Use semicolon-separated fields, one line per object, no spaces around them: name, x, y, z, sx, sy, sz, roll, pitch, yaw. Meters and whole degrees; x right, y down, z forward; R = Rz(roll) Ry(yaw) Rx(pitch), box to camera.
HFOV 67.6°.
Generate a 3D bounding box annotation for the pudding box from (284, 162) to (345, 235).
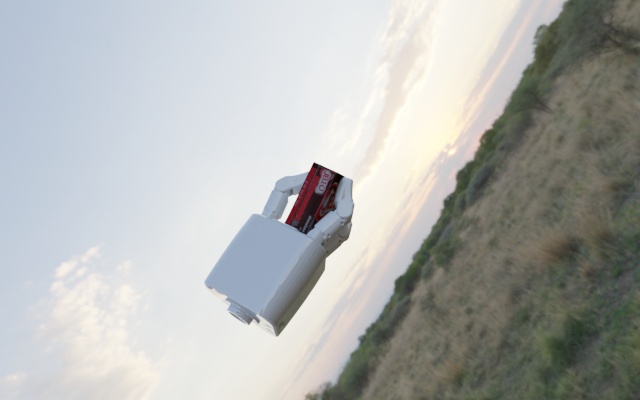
pudding box;0.000;0.002;0.628;0.039;0.090;0.113;27;4;12
